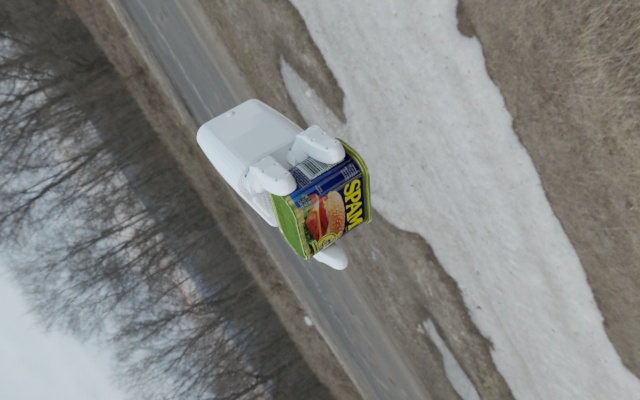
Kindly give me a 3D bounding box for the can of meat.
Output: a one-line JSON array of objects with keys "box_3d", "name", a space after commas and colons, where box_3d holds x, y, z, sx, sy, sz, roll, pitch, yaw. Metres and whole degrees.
[{"box_3d": [0.000, 0.002, 0.475, 0.084, 0.102, 0.057, -32, 53, -18], "name": "can of meat"}]
